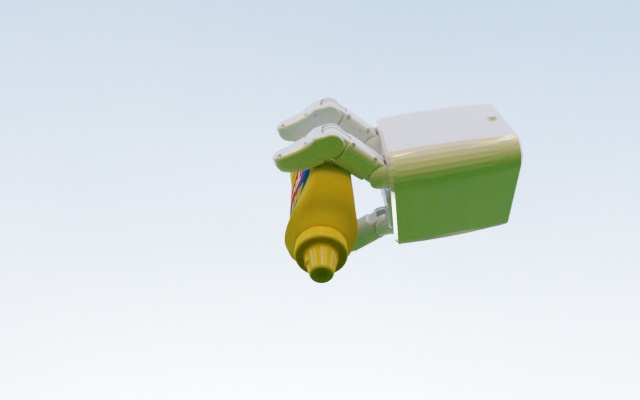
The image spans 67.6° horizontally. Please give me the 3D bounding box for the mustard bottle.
[{"bbox_3d":[0.000,0.001,0.423,0.058,0.096,0.191,12,32,-9],"label":"mustard bottle"}]
